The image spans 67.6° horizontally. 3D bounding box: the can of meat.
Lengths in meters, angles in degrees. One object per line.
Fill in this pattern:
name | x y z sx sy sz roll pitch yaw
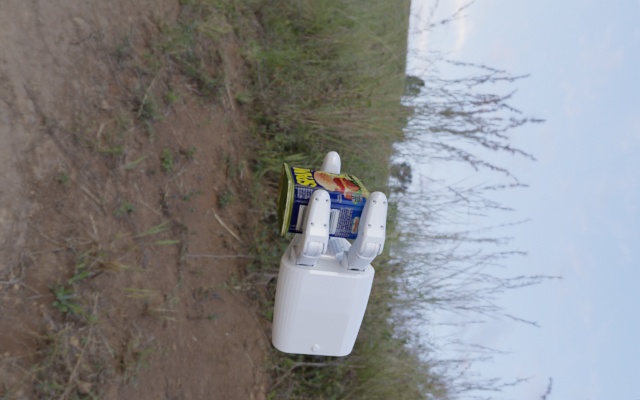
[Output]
can of meat | 0.000 0.002 0.504 0.084 0.057 0.102 7 17 -10
